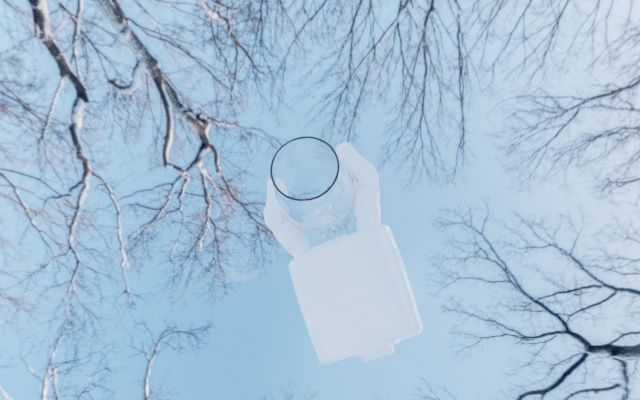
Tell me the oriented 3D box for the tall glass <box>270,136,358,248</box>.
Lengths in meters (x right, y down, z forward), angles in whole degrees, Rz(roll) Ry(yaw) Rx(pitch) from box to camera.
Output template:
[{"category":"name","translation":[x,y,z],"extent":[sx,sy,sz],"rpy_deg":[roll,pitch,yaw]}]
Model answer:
[{"category":"tall glass","translation":[0.000,0.002,0.511],"extent":[0.079,0.079,0.201],"rpy_deg":[0,-18,9]}]
